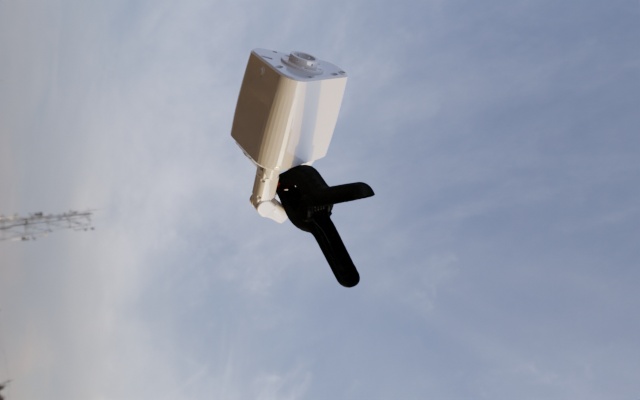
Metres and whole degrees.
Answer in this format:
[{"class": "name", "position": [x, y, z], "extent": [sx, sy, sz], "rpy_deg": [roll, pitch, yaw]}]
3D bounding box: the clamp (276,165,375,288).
[{"class": "clamp", "position": [0.000, 0.002, 0.532], "extent": [0.039, 0.120, 0.171], "rpy_deg": [-8, 39, -38]}]
